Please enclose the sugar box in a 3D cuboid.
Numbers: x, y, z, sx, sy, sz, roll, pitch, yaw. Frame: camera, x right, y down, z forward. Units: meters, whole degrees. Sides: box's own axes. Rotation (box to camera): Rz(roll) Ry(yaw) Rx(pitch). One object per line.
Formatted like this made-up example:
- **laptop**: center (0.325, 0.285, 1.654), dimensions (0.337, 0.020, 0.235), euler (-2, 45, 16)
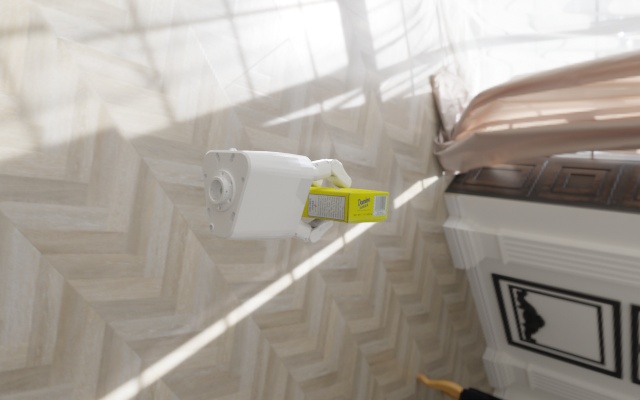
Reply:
- **sugar box**: center (0.000, 0.002, 0.689), dimensions (0.176, 0.048, 0.093), euler (8, 6, 40)
